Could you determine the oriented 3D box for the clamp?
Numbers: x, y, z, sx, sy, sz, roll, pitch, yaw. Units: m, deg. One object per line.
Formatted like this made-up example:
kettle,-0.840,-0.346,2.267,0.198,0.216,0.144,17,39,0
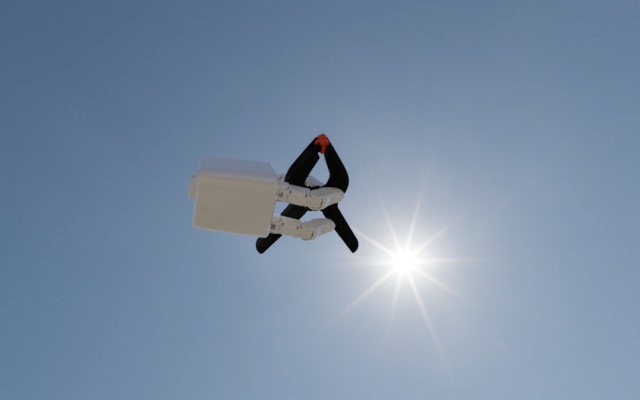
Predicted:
clamp,0.000,0.001,0.714,0.164,0.210,0.036,6,33,-16
